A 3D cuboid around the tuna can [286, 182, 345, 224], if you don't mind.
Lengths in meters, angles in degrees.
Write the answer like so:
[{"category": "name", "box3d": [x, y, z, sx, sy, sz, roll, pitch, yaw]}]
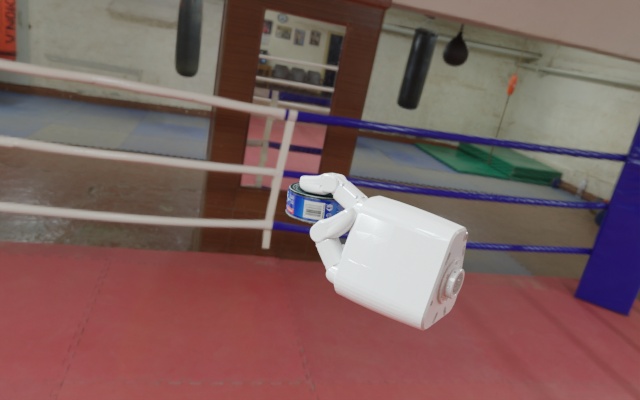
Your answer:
[{"category": "tuna can", "box3d": [0.000, 0.001, 0.601, 0.086, 0.034, 0.086, 6, 15, -2]}]
